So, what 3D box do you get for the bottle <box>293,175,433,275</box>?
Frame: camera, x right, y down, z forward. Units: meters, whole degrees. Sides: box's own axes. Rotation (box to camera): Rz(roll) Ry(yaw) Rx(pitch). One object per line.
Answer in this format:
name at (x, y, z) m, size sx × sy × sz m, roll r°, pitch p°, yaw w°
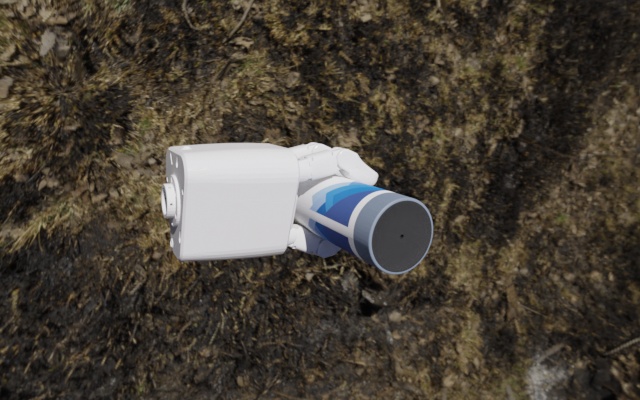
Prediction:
bottle at (0.000, 0.002, 0.523) m, size 0.069 × 0.069 × 0.295 m, roll 0°, pitch 11°, yaw -28°
